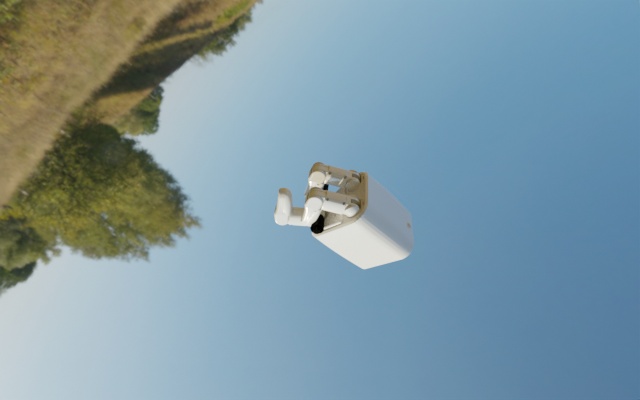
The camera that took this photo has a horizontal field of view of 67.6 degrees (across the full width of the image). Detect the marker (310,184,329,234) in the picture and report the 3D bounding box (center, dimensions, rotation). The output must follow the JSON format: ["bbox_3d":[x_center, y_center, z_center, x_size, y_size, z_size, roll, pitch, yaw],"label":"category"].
[{"bbox_3d":[0.000,0.002,0.689,0.020,0.020,0.121,0,42,6],"label":"marker"}]
